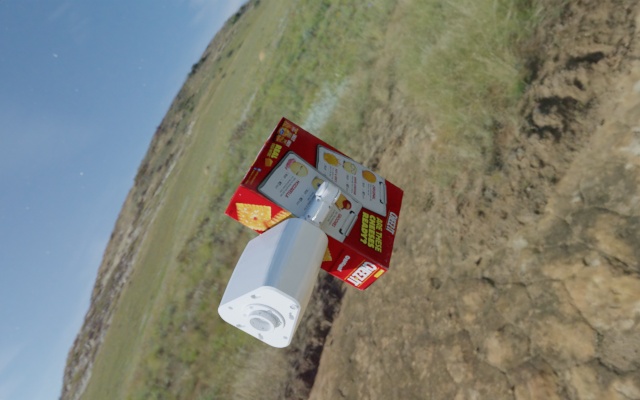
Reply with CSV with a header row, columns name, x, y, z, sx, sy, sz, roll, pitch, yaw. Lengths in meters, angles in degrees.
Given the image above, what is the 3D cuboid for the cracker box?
name,x,y,z,sx,sy,sz,roll,pitch,yaw
cracker box,0.000,0.002,0.661,0.214,0.164,0.072,31,-47,-9
